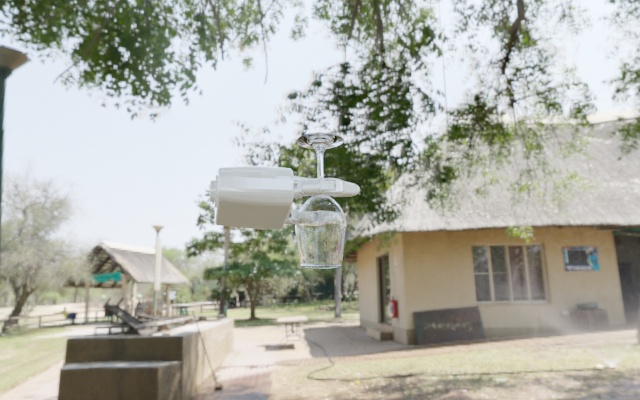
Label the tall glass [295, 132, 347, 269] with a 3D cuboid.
[{"bbox_3d":[0.000,0.002,0.734,0.079,0.201,0.079,-1,-12,0],"label":"tall glass"}]
